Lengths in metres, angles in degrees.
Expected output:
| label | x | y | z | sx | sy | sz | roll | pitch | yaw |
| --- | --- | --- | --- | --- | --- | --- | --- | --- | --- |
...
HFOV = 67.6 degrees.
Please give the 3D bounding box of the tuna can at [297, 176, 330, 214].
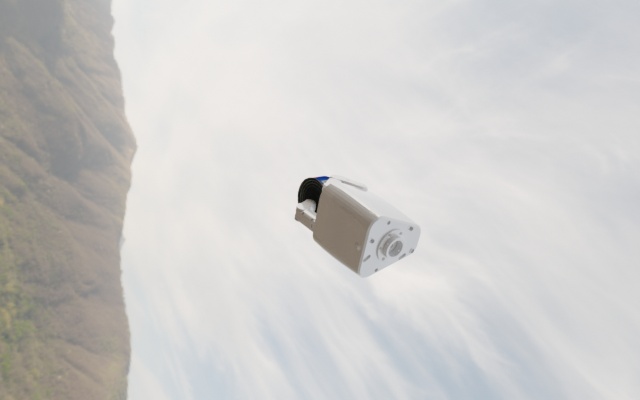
| label | x | y | z | sx | sy | sz | roll | pitch | yaw |
| --- | --- | --- | --- | --- | --- | --- | --- | --- | --- |
| tuna can | 0.001 | 0.002 | 0.784 | 0.034 | 0.086 | 0.086 | -11 | 6 | -37 |
